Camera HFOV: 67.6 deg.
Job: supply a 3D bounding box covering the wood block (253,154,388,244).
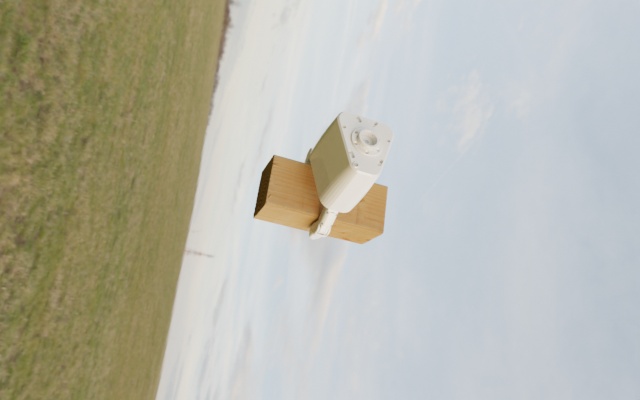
[{"bbox_3d":[0.000,0.003,0.818,0.206,0.090,0.090,15,-22,-16],"label":"wood block"}]
